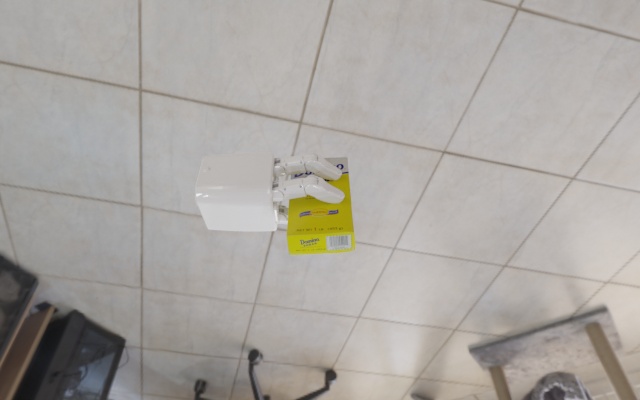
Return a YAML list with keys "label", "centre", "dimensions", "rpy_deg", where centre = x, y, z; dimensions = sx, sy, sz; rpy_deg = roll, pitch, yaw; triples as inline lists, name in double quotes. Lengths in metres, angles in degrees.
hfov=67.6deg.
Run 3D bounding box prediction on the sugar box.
- label: "sugar box"
  centre: [0.000, 0.002, 0.709]
  dimensions: [0.093, 0.048, 0.176]
  rpy_deg: [-3, 42, 1]
